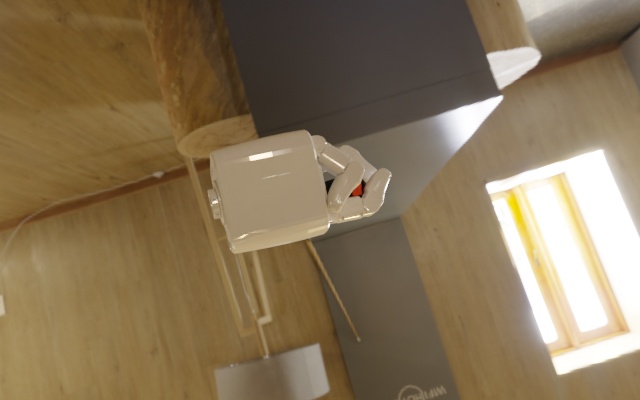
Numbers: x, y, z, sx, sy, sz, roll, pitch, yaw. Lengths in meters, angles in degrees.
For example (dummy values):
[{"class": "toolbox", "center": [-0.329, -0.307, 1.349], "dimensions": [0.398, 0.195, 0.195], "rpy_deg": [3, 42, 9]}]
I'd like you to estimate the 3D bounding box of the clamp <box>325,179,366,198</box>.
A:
[{"class": "clamp", "center": [0.000, 0.003, 0.613], "dimensions": [0.120, 0.039, 0.171], "rpy_deg": [-13, -12, -16]}]
